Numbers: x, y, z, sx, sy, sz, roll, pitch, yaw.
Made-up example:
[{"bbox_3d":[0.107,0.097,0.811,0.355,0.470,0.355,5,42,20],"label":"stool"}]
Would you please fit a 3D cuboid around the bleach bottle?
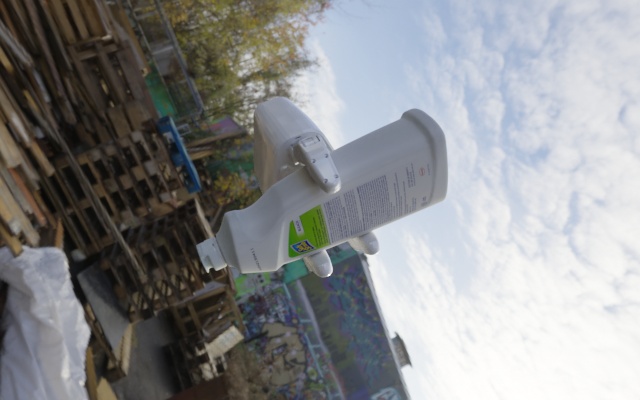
[{"bbox_3d":[0.000,0.002,0.467,0.251,0.103,0.068,-23,40,-9],"label":"bleach bottle"}]
